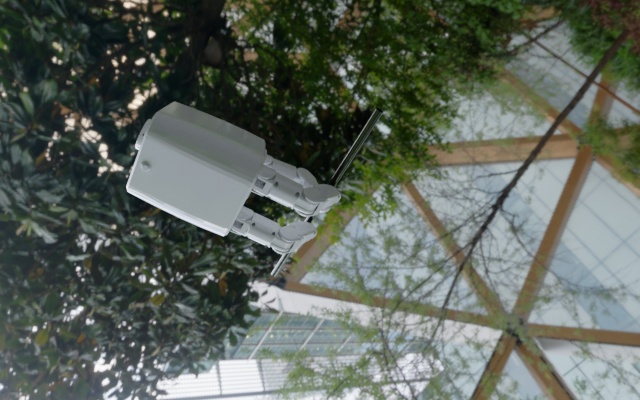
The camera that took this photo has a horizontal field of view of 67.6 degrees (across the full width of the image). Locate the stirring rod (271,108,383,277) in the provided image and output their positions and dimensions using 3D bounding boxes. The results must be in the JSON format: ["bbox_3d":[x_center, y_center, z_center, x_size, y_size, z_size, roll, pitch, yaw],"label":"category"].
[{"bbox_3d":[0.000,0.002,0.514,0.011,0.240,0.011,23,32,-15],"label":"stirring rod"}]
